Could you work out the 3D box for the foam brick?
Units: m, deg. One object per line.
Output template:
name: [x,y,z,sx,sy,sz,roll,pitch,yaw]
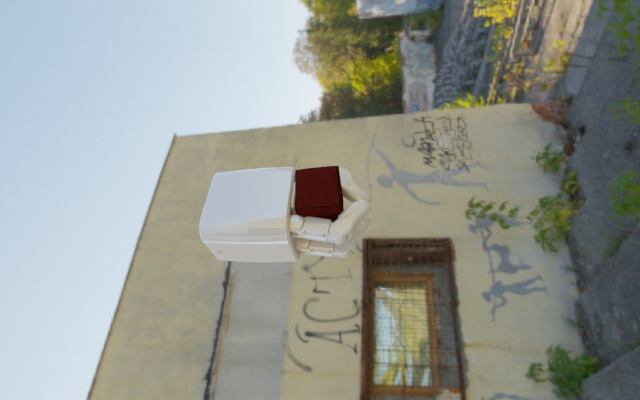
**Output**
foam brick: [0.000,0.002,0.568,0.051,0.053,0.078,-3,-28,5]
